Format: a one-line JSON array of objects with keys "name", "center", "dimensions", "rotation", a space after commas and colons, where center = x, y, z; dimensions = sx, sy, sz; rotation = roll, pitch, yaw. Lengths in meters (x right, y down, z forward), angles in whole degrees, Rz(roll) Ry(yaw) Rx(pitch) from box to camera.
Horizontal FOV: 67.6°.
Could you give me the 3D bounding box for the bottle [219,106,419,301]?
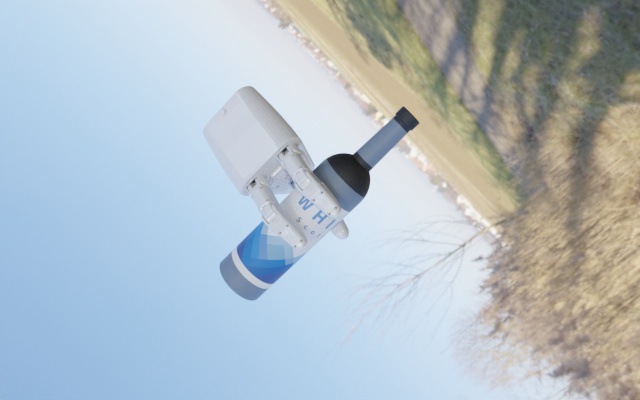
[{"name": "bottle", "center": [0.000, 0.002, 0.574], "dimensions": [0.296, 0.069, 0.069], "rotation": [-44, -12, 13]}]
